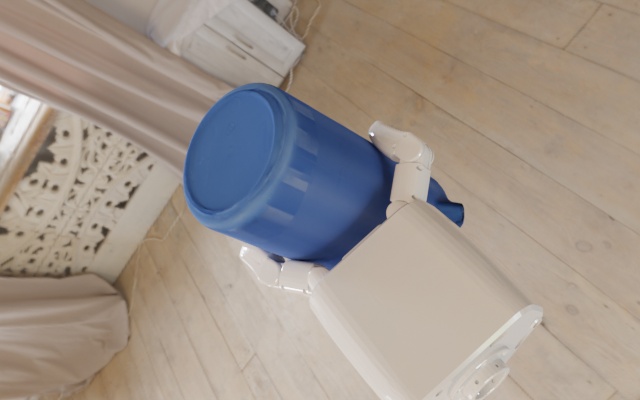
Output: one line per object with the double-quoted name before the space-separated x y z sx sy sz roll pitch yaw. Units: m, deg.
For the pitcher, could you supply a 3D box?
"pitcher" 0.000 0.001 0.418 0.243 0.149 0.145 25 18 -49
